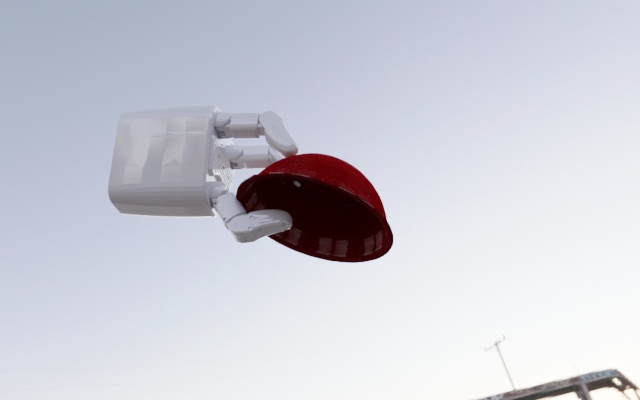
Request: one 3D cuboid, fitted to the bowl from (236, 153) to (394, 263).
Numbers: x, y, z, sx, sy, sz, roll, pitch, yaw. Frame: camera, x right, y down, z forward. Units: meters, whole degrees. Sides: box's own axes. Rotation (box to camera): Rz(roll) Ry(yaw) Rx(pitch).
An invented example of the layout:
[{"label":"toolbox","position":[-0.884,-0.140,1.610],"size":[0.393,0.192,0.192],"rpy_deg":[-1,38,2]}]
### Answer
[{"label":"bowl","position":[0.001,0.002,0.483],"size":[0.162,0.055,0.162],"rpy_deg":[15,-30,9]}]
